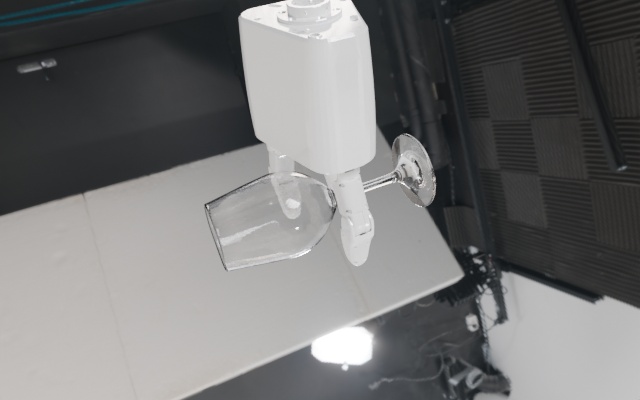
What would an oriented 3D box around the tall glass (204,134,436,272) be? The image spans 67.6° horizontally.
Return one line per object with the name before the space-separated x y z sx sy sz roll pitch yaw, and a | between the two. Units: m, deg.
tall glass | 0.001 0.001 0.438 0.201 0.079 0.079 -19 5 -16
